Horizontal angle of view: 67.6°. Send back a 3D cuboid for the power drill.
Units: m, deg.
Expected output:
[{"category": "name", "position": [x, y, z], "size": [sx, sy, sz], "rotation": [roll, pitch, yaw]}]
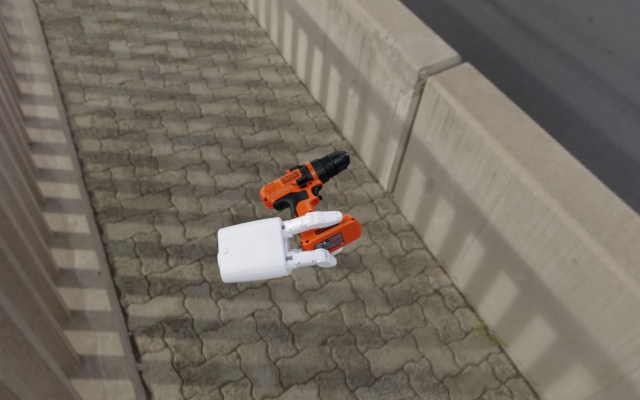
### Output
[{"category": "power drill", "position": [0.000, 0.003, 0.854], "size": [0.184, 0.187, 0.057], "rotation": [-29, -42, -3]}]
